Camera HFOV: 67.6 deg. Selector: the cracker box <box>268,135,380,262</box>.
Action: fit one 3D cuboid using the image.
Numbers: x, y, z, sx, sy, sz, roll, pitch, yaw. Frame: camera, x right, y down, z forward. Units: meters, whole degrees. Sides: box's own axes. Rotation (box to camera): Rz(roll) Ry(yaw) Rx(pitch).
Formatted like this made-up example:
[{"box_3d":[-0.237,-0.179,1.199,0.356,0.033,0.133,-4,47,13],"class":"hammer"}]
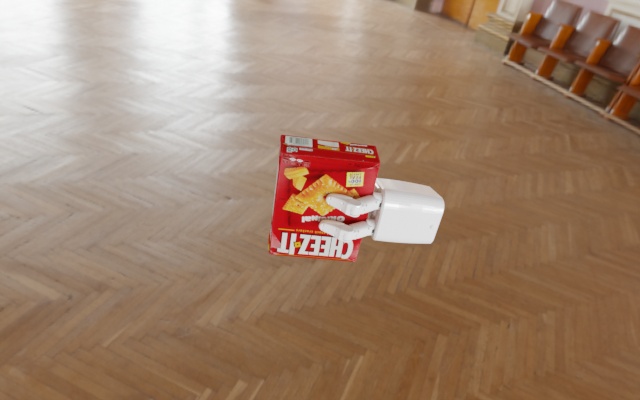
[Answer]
[{"box_3d":[0.000,0.002,0.830,0.164,0.214,0.072,6,33,-6],"class":"cracker box"}]
